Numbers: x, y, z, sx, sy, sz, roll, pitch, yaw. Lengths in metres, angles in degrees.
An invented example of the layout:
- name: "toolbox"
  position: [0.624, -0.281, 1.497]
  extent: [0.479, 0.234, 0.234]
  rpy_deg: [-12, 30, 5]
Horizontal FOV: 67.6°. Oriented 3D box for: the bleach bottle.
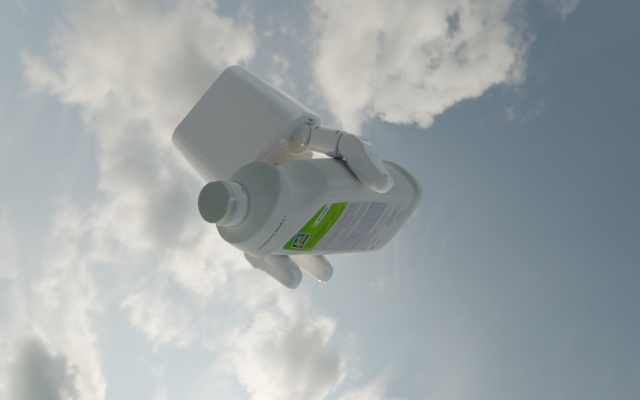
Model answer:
- name: "bleach bottle"
  position: [0.000, 0.001, 0.419]
  extent: [0.068, 0.102, 0.251]
  rpy_deg: [42, 18, 27]
